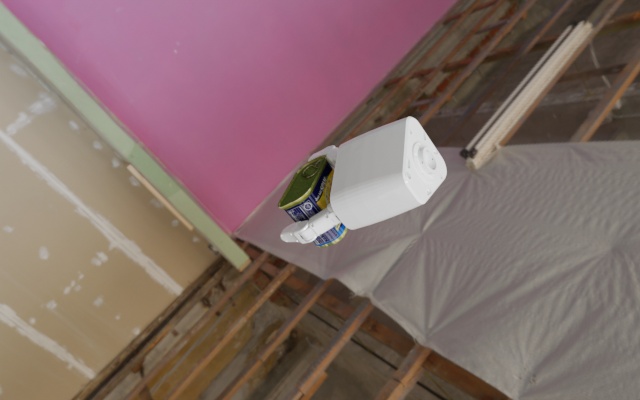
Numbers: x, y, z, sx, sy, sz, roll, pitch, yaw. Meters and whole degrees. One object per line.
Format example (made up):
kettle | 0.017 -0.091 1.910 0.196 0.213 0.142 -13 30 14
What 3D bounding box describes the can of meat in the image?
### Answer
can of meat | 0.000 0.002 0.654 0.057 0.084 0.102 -24 27 35
